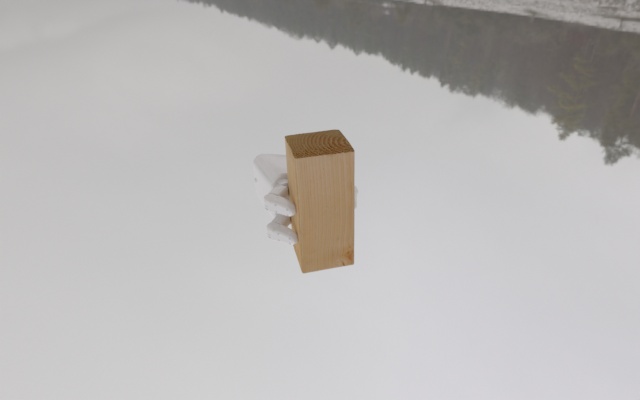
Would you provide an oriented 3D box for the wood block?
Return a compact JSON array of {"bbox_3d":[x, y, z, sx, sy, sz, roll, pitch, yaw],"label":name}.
[{"bbox_3d":[0.000,0.002,0.763,0.091,0.206,0.090,-9,31,-11],"label":"wood block"}]
